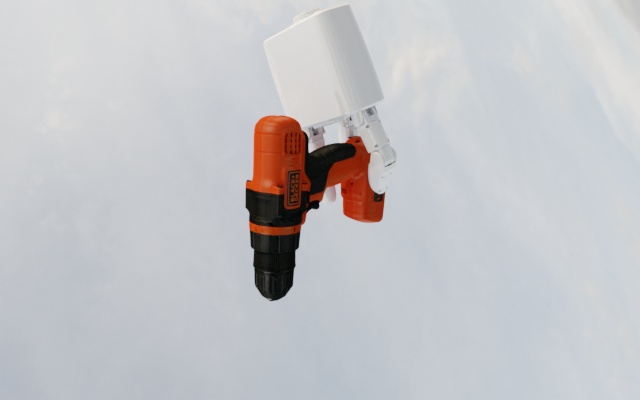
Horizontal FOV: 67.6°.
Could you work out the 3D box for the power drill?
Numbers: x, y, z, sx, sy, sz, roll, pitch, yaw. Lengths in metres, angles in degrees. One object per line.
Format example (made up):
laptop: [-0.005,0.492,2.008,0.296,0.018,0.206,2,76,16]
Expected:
power drill: [0.000,0.001,0.519,0.057,0.184,0.187,13,16,37]
